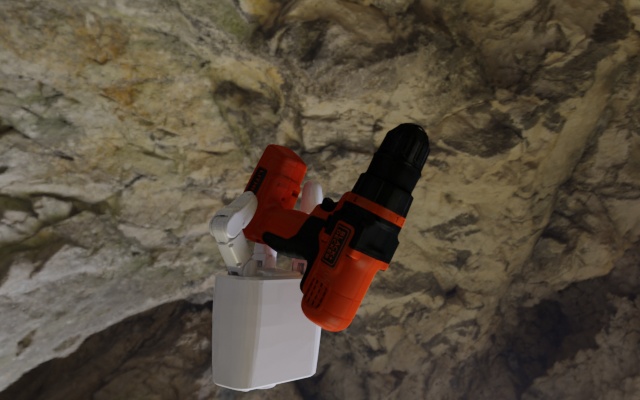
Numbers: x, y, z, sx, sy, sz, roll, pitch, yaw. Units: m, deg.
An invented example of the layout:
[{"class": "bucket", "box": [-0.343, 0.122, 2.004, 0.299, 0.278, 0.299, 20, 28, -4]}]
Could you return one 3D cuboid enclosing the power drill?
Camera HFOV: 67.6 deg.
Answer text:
[{"class": "power drill", "box": [0.000, 0.002, 0.448, 0.057, 0.184, 0.187, 28, -2, -38]}]
